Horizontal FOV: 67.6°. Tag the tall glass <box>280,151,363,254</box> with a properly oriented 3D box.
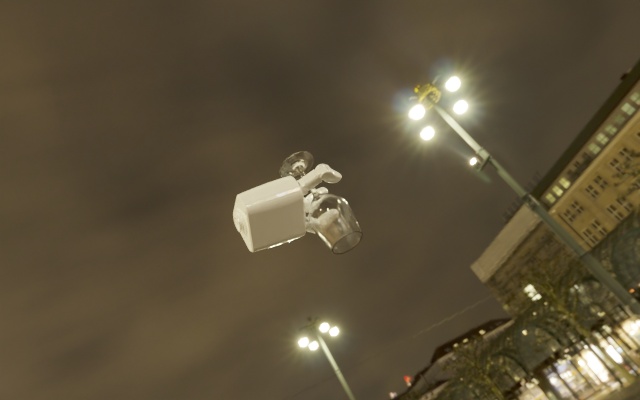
[{"bbox_3d":[0.000,0.002,0.877,0.079,0.201,0.079,-23,-33,-16],"label":"tall glass"}]
